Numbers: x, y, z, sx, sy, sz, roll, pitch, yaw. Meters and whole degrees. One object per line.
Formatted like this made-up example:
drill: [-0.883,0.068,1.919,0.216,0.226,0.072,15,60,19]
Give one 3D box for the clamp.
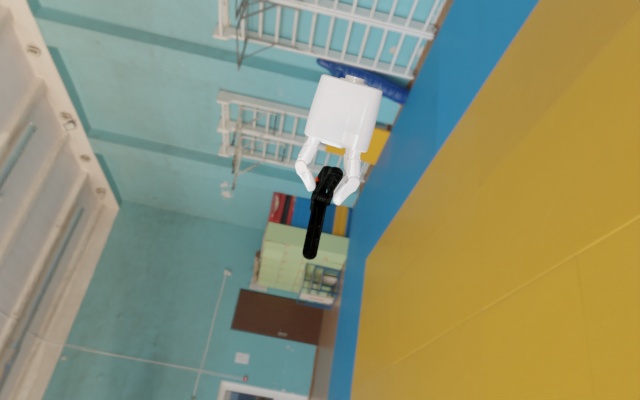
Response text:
clamp: [-0.001,0.002,0.852,0.036,0.164,0.210,17,13,-6]
